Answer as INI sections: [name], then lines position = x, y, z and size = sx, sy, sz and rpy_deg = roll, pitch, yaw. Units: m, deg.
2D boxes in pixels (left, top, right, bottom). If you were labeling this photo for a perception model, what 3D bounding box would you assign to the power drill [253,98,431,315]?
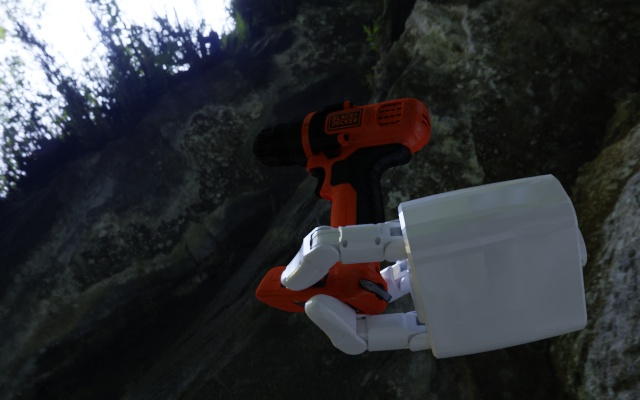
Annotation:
[power drill]
position = 0.000, 0.002, 0.421
size = 0.184, 0.187, 0.057
rpy_deg = -6, -26, 34
